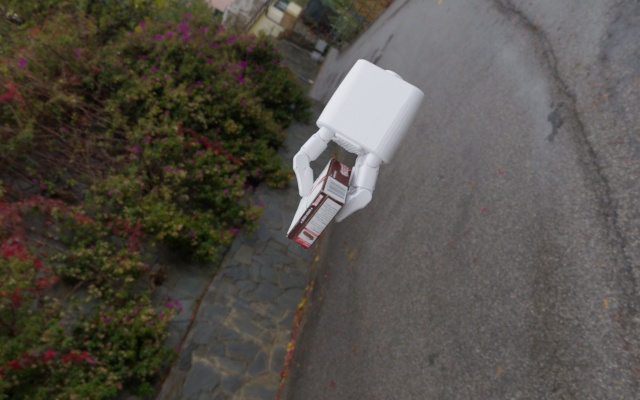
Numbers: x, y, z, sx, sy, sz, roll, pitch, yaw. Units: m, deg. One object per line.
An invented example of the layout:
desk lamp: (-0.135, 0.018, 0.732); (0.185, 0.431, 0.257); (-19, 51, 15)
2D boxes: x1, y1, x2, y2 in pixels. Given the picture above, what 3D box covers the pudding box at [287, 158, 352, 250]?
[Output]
pudding box: (0.000, 0.002, 0.659); (0.039, 0.090, 0.113); (33, 27, -6)
